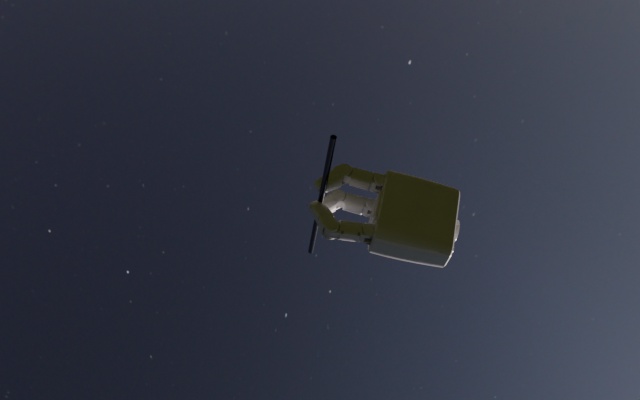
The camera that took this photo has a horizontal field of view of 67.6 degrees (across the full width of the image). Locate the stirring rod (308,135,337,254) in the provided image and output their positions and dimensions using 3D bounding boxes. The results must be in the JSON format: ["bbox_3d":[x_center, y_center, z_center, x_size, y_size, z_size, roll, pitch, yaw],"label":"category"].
[{"bbox_3d":[0.000,0.002,0.659,0.011,0.011,0.240,0,-40,-10],"label":"stirring rod"}]
